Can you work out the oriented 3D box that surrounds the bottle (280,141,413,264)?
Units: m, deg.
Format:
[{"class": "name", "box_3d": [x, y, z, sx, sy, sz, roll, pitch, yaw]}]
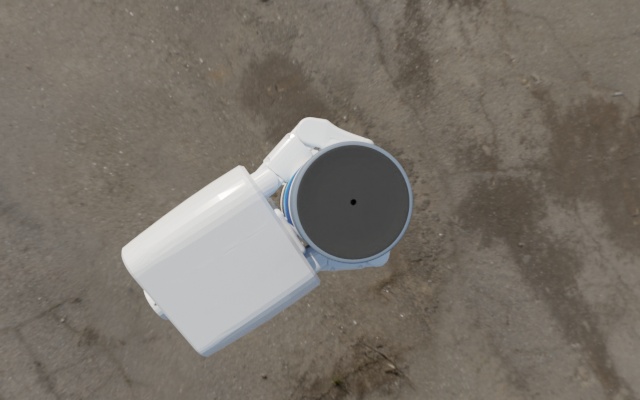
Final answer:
[{"class": "bottle", "box_3d": [0.000, 0.001, 0.402, 0.069, 0.069, 0.295, 0, 0, -7]}]
